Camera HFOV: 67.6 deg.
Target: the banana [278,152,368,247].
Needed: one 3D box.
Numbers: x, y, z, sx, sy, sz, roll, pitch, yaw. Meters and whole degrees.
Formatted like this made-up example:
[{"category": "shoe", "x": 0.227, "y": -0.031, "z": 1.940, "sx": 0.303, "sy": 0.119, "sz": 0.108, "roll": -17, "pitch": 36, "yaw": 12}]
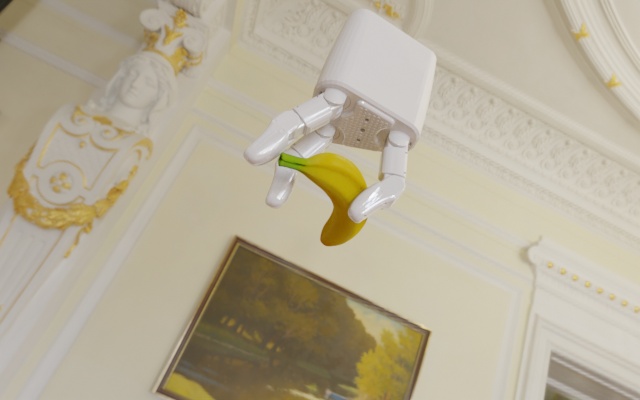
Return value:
[{"category": "banana", "x": 0.017, "y": 0.002, "z": 0.484, "sx": 0.069, "sy": 0.037, "sz": 0.198, "roll": 8, "pitch": -26, "yaw": 17}]
